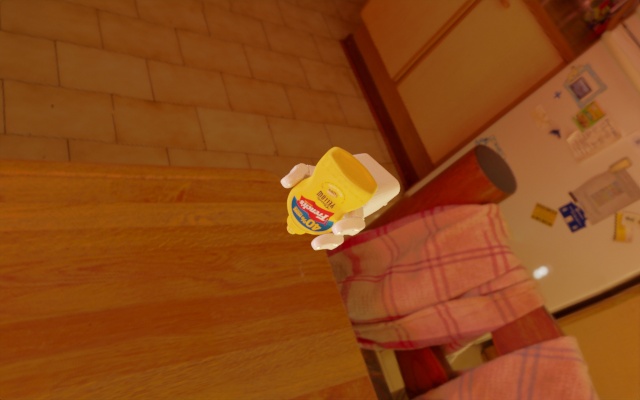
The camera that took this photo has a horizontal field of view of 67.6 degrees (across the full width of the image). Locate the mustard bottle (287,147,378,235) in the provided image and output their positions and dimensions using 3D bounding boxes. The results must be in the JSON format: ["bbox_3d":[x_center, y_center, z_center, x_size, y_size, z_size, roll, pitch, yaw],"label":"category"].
[{"bbox_3d":[0.000,0.003,0.778,0.192,0.096,0.058,-43,7,43],"label":"mustard bottle"}]
